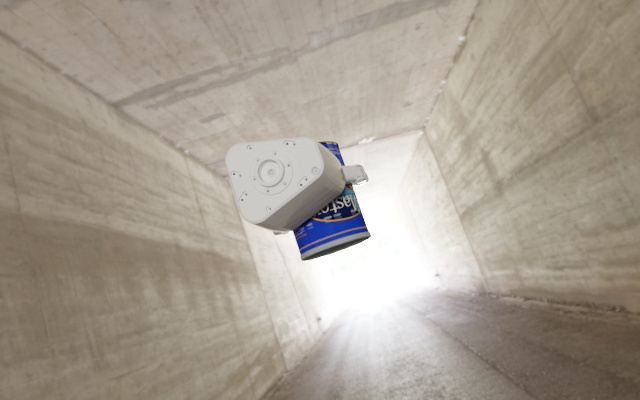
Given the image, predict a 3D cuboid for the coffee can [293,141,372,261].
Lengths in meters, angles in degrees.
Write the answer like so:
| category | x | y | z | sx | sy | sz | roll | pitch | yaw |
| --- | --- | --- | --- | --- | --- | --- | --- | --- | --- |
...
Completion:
| category | x | y | z | sx | sy | sz | roll | pitch | yaw |
| --- | --- | --- | --- | --- | --- | --- | --- | --- | --- |
| coffee can | 0.000 | 0.002 | 0.670 | 0.103 | 0.140 | 0.103 | -18 | -11 | -4 |
